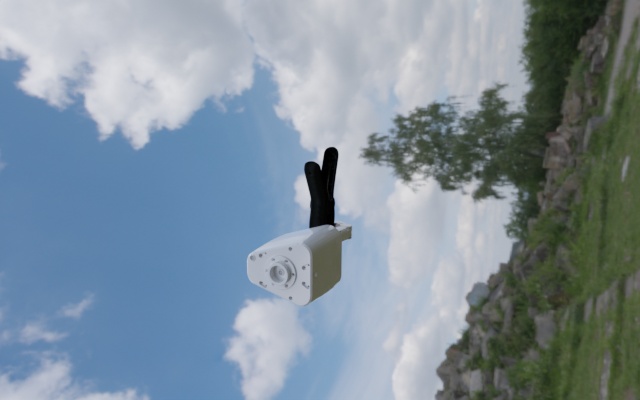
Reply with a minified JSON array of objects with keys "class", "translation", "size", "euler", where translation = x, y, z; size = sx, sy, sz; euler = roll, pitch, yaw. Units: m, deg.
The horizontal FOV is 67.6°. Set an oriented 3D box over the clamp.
[{"class":"clamp","translation":[0.000,0.003,0.763],"size":[0.039,0.171,0.120],"euler":[5,10,23]}]
